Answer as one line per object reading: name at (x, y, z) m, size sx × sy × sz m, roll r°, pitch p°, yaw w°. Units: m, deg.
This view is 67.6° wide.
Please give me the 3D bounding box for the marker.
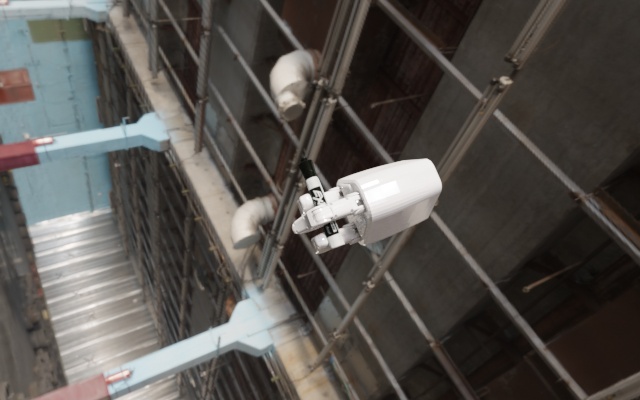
marker at (0.000, 0.002, 0.600) m, size 0.020 × 0.121 × 0.020 m, roll -21°, pitch -8°, yaw -3°
